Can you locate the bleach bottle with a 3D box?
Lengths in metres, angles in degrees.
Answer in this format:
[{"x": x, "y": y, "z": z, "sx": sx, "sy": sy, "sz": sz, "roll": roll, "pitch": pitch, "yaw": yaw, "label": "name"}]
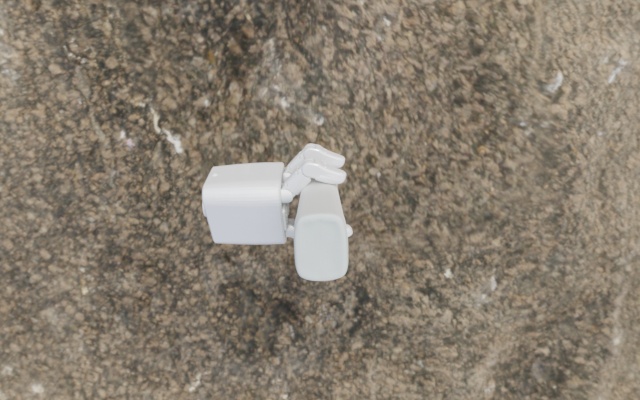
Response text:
[{"x": 0.000, "y": 0.002, "z": 0.694, "sx": 0.068, "sy": 0.103, "sz": 0.250, "roll": -2, "pitch": 27, "yaw": 1, "label": "bleach bottle"}]
